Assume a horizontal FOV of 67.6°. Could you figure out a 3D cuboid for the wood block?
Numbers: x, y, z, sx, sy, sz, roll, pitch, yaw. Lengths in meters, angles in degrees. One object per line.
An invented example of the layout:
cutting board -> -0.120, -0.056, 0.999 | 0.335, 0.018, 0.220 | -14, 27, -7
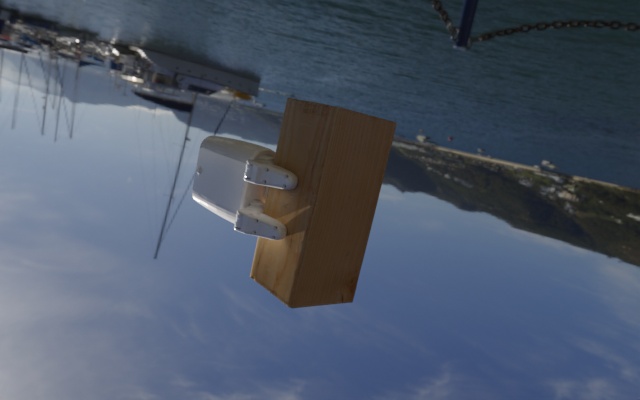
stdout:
wood block -> 0.000, 0.002, 0.527 | 0.091, 0.206, 0.090 | 4, 13, -40
